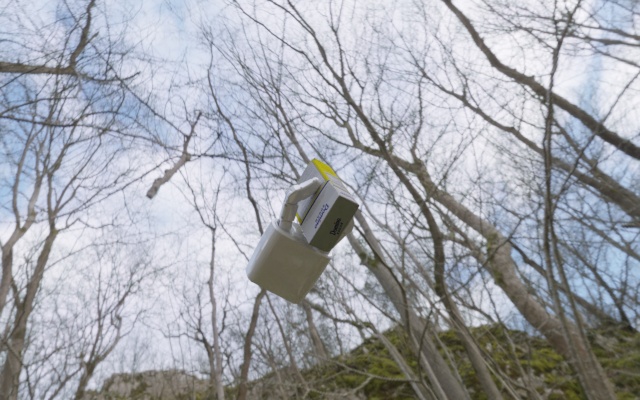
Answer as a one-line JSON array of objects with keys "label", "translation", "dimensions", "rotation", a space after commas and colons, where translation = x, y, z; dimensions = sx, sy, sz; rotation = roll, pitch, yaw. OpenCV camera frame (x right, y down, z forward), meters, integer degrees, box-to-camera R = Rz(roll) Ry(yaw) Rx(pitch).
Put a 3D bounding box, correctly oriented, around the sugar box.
[{"label": "sugar box", "translation": [0.000, 0.003, 0.790], "dimensions": [0.048, 0.093, 0.176], "rotation": [25, 16, -26]}]
